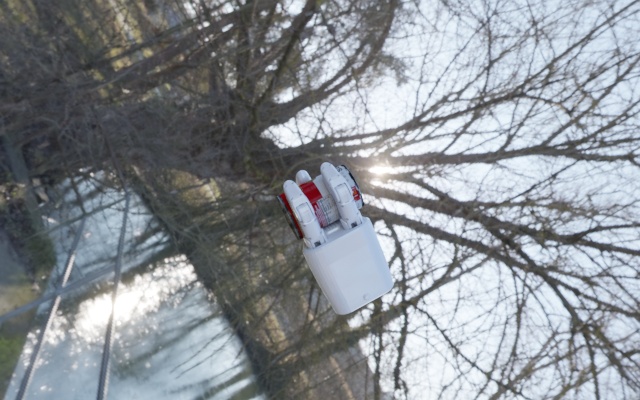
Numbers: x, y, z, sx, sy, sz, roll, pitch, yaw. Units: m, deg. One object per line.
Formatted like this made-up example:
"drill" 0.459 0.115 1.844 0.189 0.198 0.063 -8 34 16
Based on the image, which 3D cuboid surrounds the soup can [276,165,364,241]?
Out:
"soup can" 0.000 0.002 0.656 0.102 0.068 0.068 -27 4 -8
